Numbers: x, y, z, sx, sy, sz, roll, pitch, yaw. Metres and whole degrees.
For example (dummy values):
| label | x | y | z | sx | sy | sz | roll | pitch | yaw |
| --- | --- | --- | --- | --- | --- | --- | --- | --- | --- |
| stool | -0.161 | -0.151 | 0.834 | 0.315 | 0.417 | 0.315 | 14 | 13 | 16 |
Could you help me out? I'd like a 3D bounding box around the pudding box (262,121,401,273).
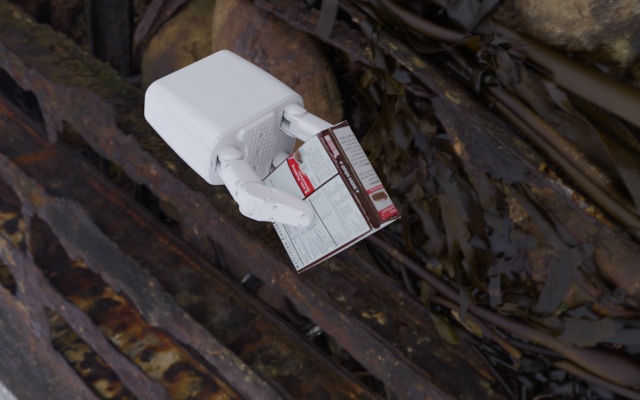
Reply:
| label | x | y | z | sx | sy | sz | roll | pitch | yaw |
| --- | --- | --- | --- | --- | --- | --- | --- | --- | --- |
| pudding box | 0.000 | 0.001 | 0.404 | 0.039 | 0.090 | 0.113 | -25 | -7 | -41 |
